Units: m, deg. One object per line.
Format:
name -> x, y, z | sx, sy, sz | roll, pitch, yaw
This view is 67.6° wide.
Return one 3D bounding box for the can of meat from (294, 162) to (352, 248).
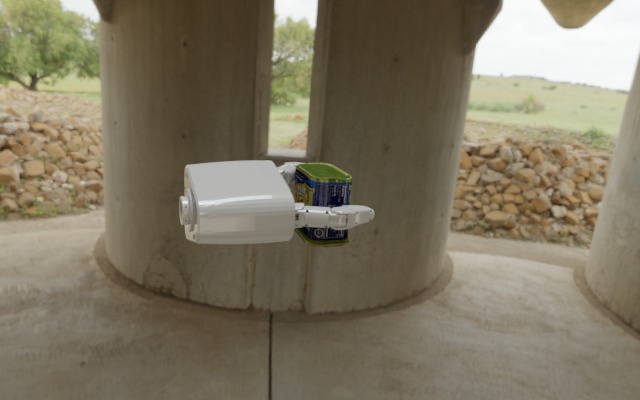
can of meat -> 0.000, 0.002, 0.600 | 0.057, 0.084, 0.102 | -2, 16, -19
